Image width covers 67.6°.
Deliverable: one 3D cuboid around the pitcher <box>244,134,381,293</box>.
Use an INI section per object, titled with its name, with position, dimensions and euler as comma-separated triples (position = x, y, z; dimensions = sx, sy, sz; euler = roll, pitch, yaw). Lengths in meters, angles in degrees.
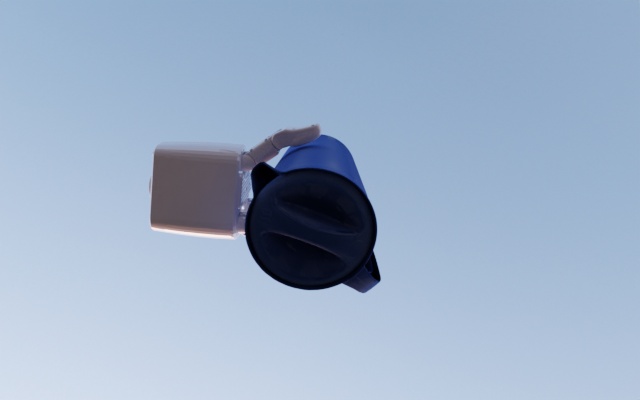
[pitcher]
position = 0.000, 0.002, 0.585
dimensions = 0.145, 0.149, 0.242
euler = 3, 19, 1
